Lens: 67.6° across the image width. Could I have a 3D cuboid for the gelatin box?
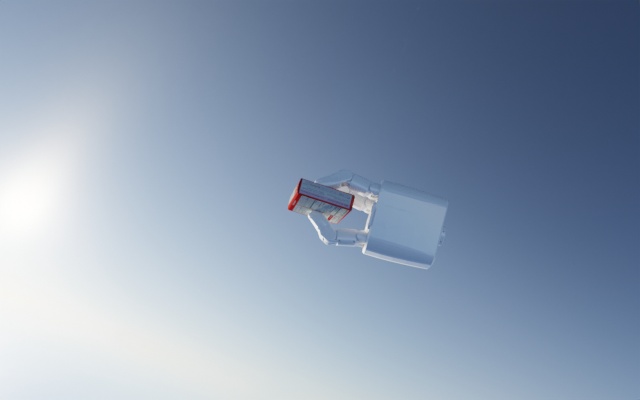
[{"bbox_3d":[0.000,0.003,0.745,0.089,0.030,0.073,17,-24,-9],"label":"gelatin box"}]
